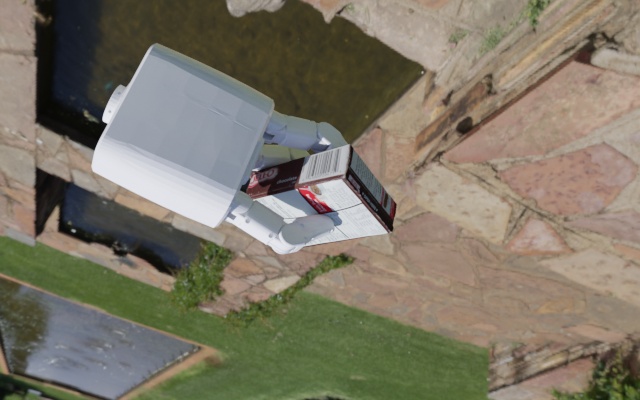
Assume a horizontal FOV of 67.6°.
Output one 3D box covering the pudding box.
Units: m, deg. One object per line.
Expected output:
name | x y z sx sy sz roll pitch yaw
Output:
pudding box | 0.000 0.002 0.442 0.113 0.039 0.090 -11 -40 34
